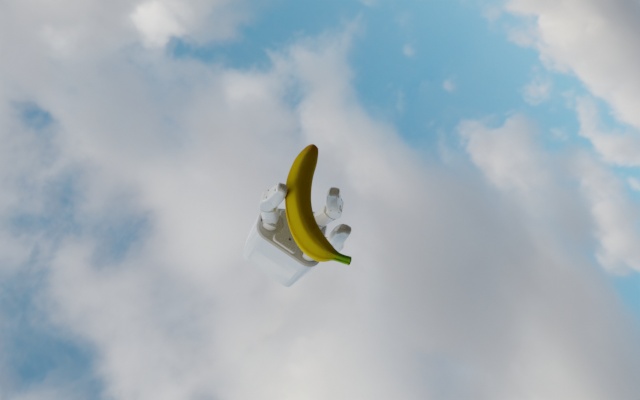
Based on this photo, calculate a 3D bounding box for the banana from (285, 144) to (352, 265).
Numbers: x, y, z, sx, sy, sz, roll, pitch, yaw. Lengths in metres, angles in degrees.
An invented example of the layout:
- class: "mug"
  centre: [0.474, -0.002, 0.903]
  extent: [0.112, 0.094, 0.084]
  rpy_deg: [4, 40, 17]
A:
- class: "banana"
  centre: [-0.017, 0.007, 0.665]
  extent: [0.069, 0.197, 0.037]
  rpy_deg: [-5, -28, -20]
